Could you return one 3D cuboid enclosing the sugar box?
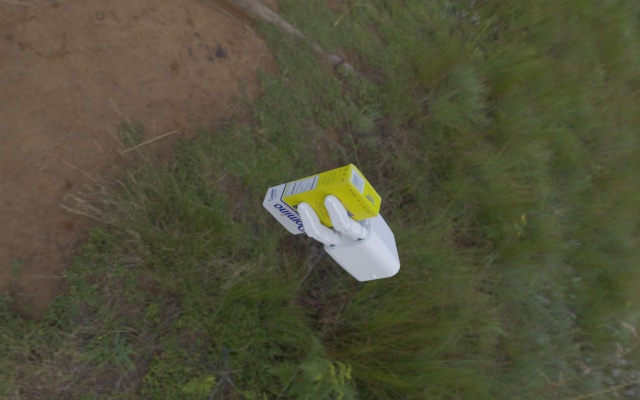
[{"bbox_3d":[0.000,0.003,0.791,0.176,0.048,0.093,-17,-49,33],"label":"sugar box"}]
